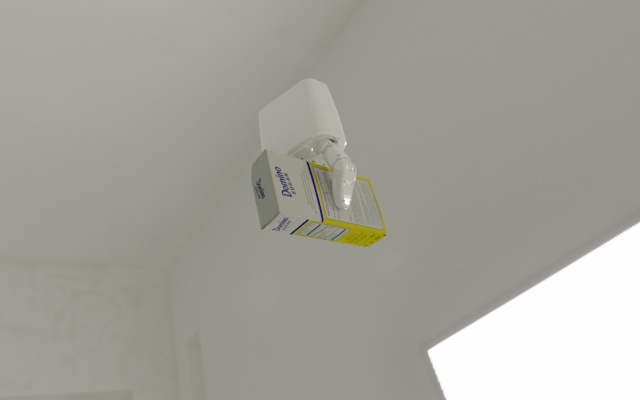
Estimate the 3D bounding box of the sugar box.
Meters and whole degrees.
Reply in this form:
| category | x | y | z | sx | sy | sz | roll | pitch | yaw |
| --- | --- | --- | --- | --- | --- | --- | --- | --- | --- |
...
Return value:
| category | x | y | z | sx | sy | sz | roll | pitch | yaw |
| --- | --- | --- | --- | --- | --- | --- | --- | --- | --- |
| sugar box | 0.000 | 0.002 | 0.603 | 0.176 | 0.093 | 0.048 | 12 | -40 | -36 |
